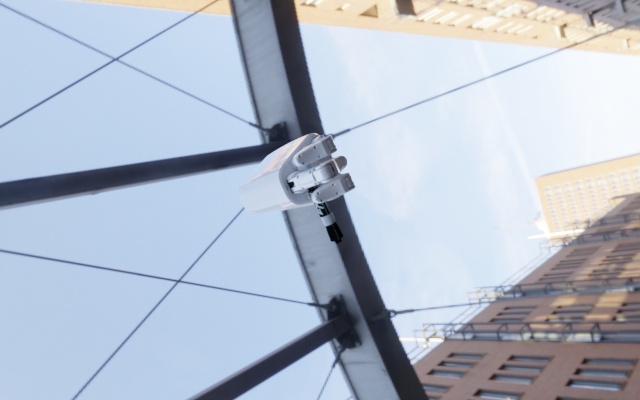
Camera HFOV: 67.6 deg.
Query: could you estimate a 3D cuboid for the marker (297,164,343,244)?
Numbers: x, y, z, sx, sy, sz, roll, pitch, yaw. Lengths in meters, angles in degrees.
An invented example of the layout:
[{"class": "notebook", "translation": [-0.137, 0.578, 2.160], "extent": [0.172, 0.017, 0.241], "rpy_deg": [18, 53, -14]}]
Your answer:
[{"class": "marker", "translation": [0.000, 0.002, 0.636], "extent": [0.020, 0.121, 0.020], "rpy_deg": [-24, 8, 4]}]
